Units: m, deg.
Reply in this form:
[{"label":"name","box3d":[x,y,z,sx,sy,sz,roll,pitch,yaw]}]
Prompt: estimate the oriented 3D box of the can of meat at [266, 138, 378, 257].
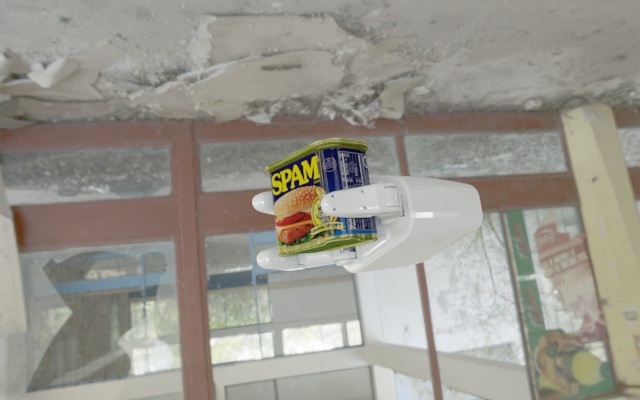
[{"label":"can of meat","box3d":[0.000,0.002,0.421,0.057,0.084,0.102,1,-13,-40]}]
